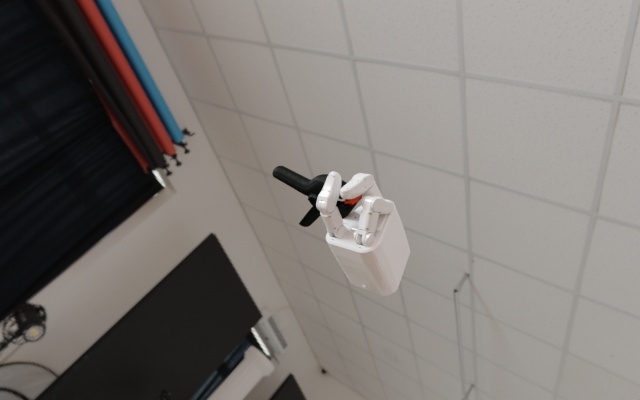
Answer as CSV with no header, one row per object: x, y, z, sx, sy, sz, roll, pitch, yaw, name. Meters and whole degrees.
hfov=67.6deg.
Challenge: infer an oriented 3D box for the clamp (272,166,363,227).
0.001,0.002,0.774,0.171,0.120,0.039,13,50,44,clamp
